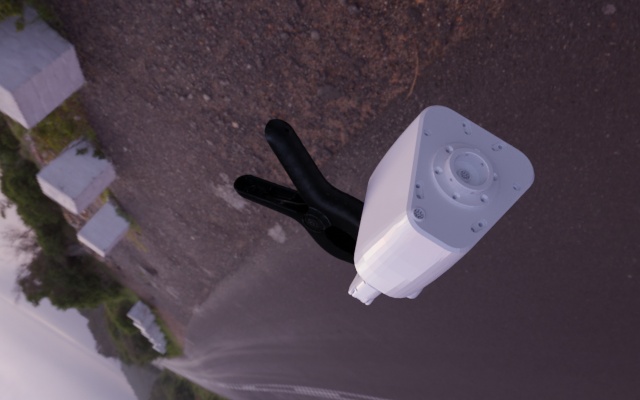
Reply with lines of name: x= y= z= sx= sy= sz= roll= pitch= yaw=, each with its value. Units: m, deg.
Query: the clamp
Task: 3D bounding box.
clamp: x=0.000 y=0.002 z=0.432 sx=0.171 sy=0.039 sz=0.120 roll=32 pitch=-28 yaw=2
